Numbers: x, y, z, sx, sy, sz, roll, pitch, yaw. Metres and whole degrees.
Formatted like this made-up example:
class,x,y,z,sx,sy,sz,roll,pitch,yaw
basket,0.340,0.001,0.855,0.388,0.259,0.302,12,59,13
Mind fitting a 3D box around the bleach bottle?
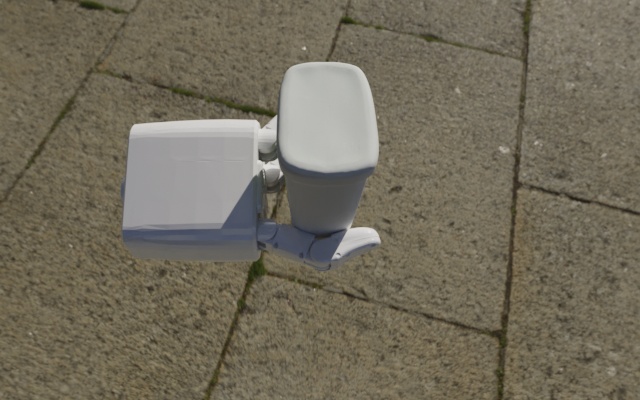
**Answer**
class,x,y,z,sx,sy,sz,roll,pitch,yaw
bleach bottle,0.000,0.001,0.426,0.068,0.102,0.251,0,-29,-2
